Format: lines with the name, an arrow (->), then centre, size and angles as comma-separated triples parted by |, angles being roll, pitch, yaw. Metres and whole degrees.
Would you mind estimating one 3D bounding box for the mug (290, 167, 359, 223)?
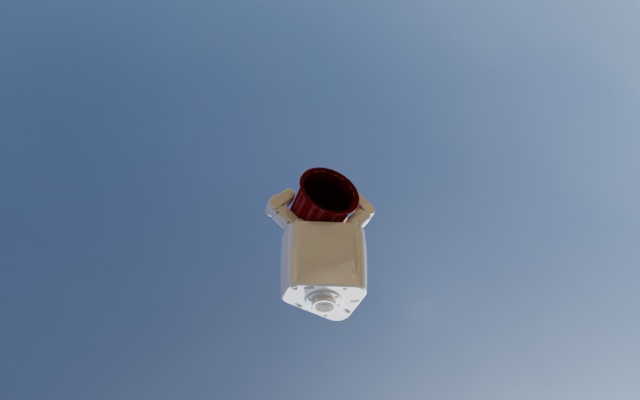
mug -> 0.000, 0.001, 0.728 | 0.093, 0.117, 0.081 | 15, -46, -14
